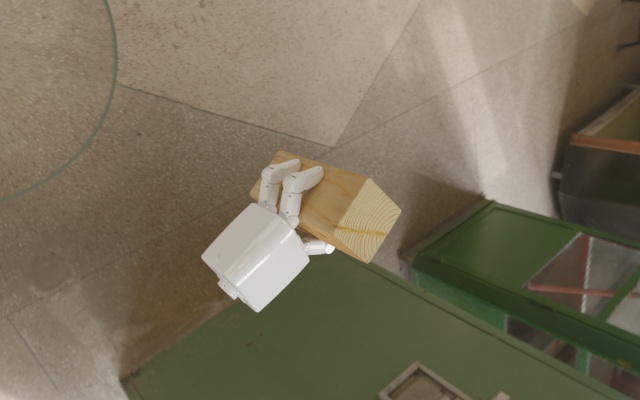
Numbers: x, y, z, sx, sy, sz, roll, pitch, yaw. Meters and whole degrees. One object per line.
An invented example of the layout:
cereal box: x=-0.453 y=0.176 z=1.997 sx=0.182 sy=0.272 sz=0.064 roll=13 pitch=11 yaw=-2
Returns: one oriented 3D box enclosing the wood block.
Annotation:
wood block: x=0.000 y=0.003 z=0.697 sx=0.206 sy=0.090 sz=0.091 roll=22 pitch=-15 yaw=48
